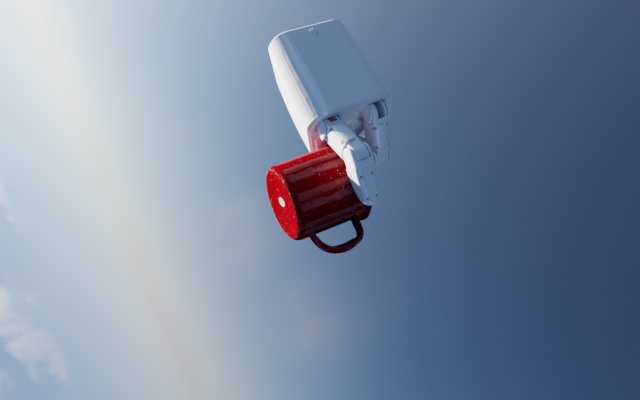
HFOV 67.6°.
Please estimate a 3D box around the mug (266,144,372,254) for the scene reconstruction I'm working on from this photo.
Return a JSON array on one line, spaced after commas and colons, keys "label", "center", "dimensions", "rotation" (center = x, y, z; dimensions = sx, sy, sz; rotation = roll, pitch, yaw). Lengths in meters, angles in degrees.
[{"label": "mug", "center": [0.001, 0.003, 0.497], "dimensions": [0.081, 0.117, 0.093], "rotation": [-21, -15, -21]}]
